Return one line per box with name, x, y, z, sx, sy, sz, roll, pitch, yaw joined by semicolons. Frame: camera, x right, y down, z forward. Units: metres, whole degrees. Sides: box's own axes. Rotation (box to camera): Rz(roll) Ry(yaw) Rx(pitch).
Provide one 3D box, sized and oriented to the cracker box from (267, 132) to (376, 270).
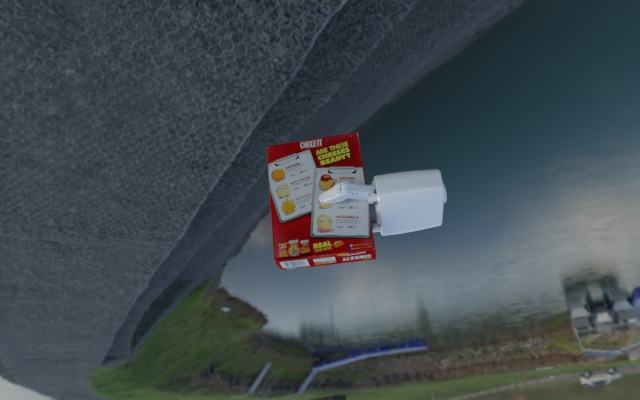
cracker box;0.000;0.003;0.815;0.164;0.213;0.072;-8;-24;4
